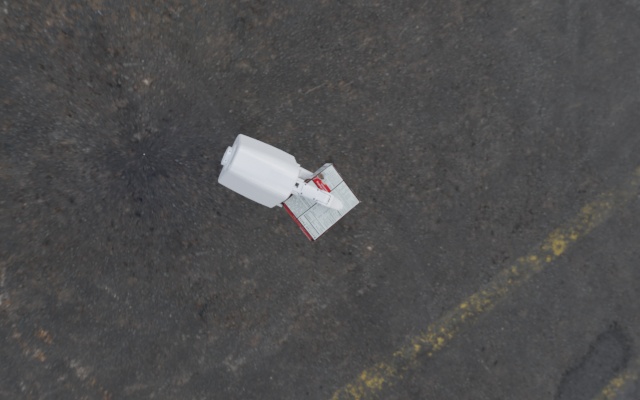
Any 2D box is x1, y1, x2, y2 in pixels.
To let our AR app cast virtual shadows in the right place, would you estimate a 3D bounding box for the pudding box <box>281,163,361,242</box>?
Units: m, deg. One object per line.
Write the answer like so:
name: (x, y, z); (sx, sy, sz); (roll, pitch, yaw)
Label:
pudding box: (0.000, 0.003, 0.833); (0.113, 0.090, 0.039); (-39, 11, -9)
